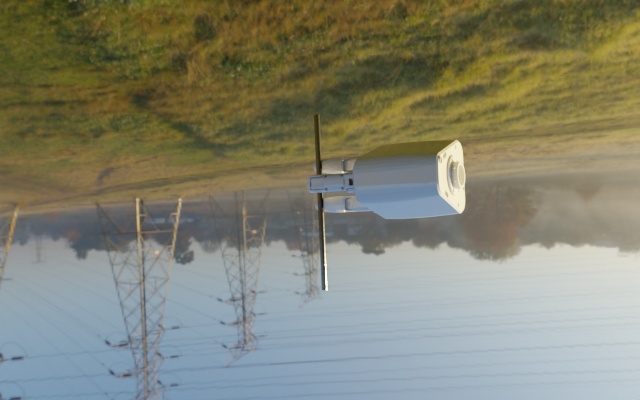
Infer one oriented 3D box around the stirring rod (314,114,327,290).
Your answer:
[{"bbox_3d":[0.000,0.002,0.655,0.011,0.239,0.011,-3,-1,0],"label":"stirring rod"}]
